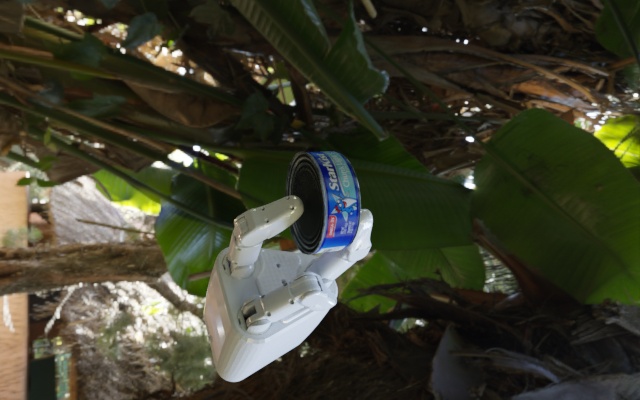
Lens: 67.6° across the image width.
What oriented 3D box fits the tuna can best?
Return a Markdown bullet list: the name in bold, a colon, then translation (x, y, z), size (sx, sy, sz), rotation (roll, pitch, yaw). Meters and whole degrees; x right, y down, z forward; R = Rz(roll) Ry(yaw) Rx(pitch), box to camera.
- **tuna can**: translation (0.001, 0.001, 0.401), size (0.034, 0.086, 0.086), rotation (-4, 2, -24)
